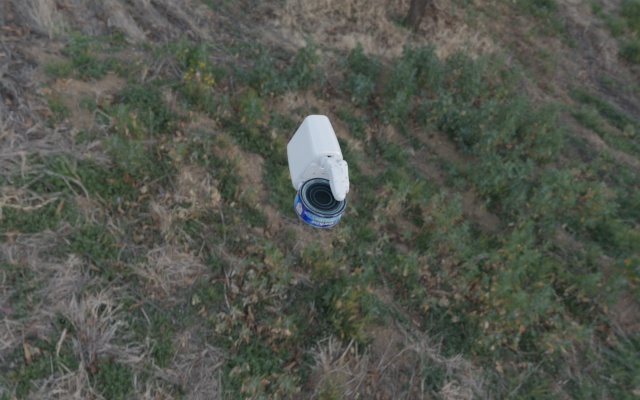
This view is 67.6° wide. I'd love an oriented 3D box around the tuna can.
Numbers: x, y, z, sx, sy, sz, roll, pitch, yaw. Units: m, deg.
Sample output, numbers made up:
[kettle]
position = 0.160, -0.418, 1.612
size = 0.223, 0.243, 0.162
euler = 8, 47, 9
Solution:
[tuna can]
position = 0.000, 0.002, 0.813
size = 0.086, 0.086, 0.034
euler = 0, -37, -21
